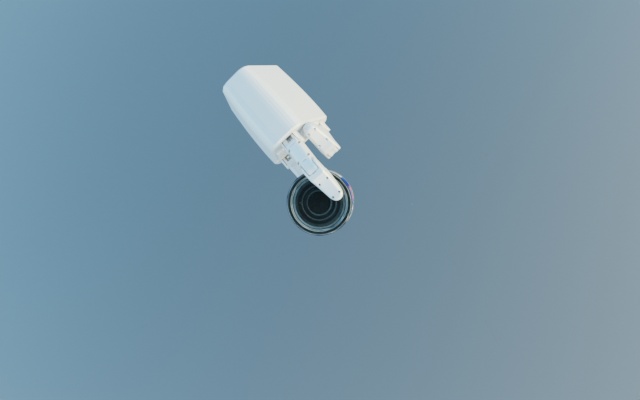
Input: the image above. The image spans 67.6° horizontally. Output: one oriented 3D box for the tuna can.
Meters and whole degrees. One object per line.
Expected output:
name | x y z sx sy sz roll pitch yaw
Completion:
tuna can | 0.000 0.002 0.617 0.086 0.086 0.034 0 4 7
